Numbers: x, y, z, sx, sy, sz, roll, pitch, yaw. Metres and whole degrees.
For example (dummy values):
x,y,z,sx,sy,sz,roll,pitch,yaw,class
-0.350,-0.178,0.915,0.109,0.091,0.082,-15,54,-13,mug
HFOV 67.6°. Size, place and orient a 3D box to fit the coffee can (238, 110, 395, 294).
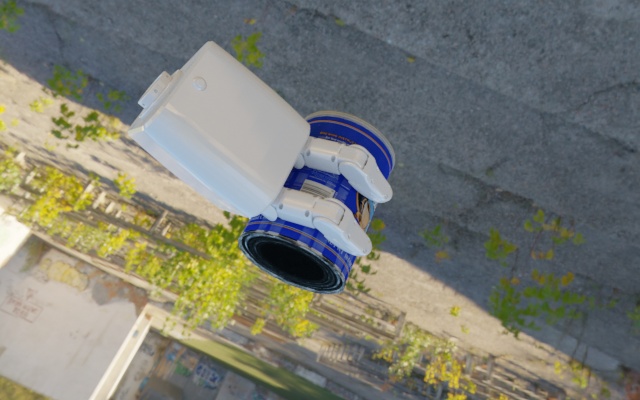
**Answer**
x,y,z,sx,sy,sz,roll,pitch,yaw,class
0.000,0.001,0.449,0.103,0.140,0.103,19,-29,11,coffee can
